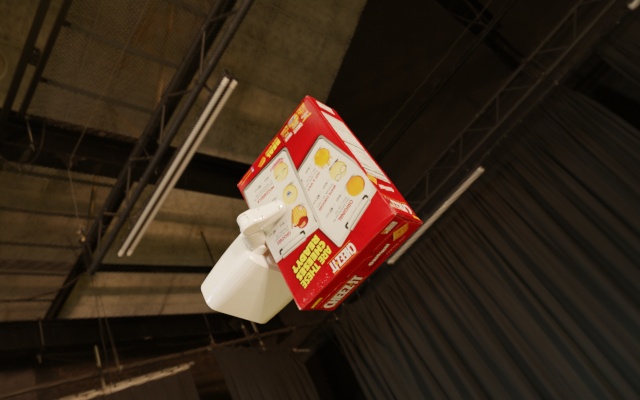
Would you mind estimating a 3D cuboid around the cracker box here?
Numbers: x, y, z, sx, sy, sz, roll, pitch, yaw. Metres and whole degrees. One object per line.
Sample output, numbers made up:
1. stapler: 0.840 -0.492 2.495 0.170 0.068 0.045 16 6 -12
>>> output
1. cracker box: 0.000 0.002 0.595 0.072 0.213 0.164 15 -56 -48
